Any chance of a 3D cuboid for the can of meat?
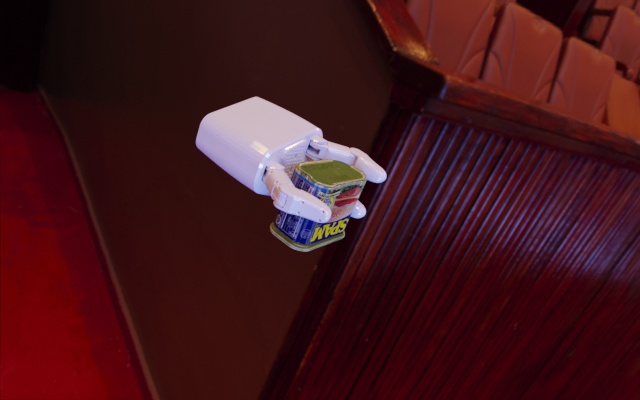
[{"bbox_3d":[0.000,0.002,0.549,0.057,0.084,0.102,35,26,27],"label":"can of meat"}]
